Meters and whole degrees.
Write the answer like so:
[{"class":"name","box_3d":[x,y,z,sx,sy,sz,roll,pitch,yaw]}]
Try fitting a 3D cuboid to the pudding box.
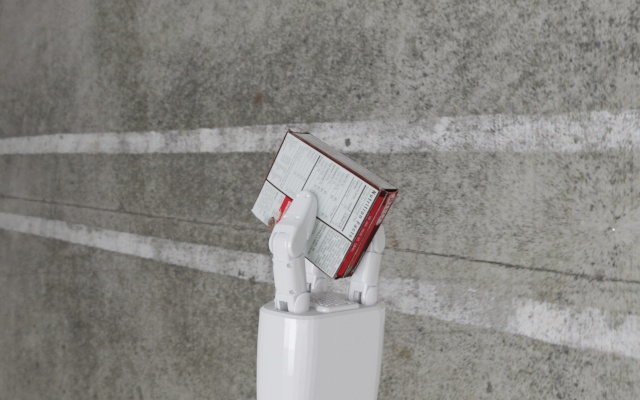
[{"class":"pudding box","box_3d":[0.000,0.001,0.422,0.113,0.090,0.039,35,18,27]}]
